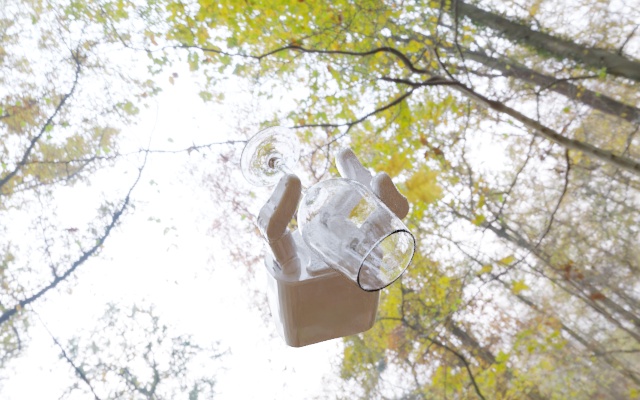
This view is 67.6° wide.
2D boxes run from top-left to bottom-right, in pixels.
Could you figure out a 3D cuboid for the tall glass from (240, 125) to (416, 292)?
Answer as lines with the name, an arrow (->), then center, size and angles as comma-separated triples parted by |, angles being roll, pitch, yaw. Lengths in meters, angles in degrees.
tall glass -> 0.000, 0.001, 0.455 | 0.079, 0.079, 0.201 | 0, 29, -39
